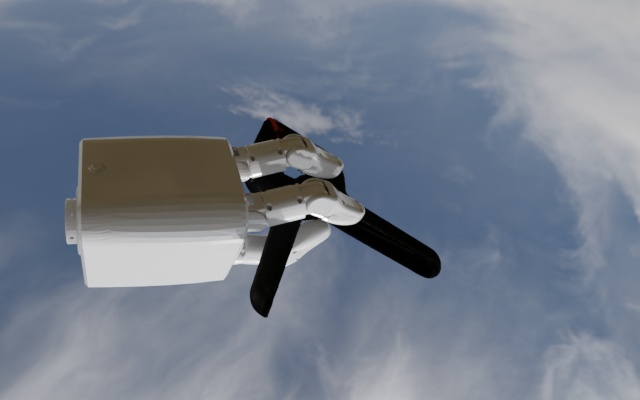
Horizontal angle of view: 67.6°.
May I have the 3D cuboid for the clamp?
[{"bbox_3d":[-0.001,0.002,0.417,0.164,0.036,0.209,0,45,-25],"label":"clamp"}]
